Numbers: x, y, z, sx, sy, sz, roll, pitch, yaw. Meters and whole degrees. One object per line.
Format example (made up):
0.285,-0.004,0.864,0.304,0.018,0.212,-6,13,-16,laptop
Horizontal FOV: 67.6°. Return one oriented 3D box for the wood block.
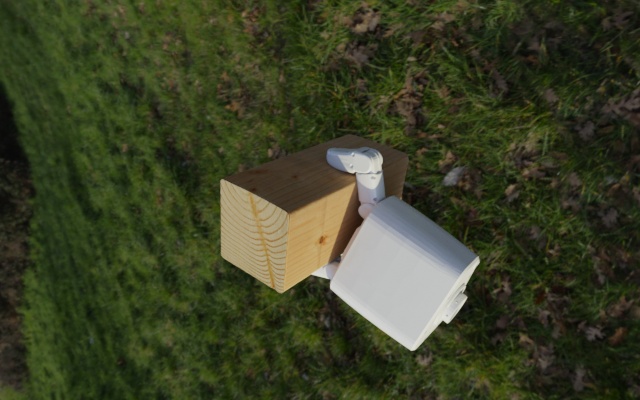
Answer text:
0.000,0.002,0.519,0.090,0.091,0.206,25,33,31,wood block
